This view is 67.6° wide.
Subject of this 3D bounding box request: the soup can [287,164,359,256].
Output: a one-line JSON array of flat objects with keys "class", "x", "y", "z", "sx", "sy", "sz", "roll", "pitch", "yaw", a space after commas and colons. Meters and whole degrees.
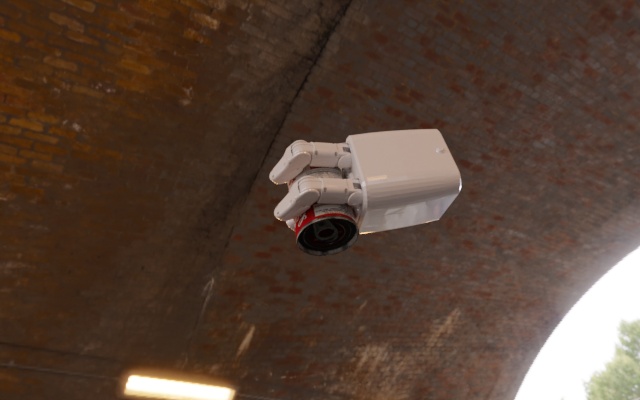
[{"class": "soup can", "x": 0.000, "y": 0.002, "z": 0.540, "sx": 0.068, "sy": 0.102, "sz": 0.069, "roll": -7, "pitch": -40, "yaw": -6}]
